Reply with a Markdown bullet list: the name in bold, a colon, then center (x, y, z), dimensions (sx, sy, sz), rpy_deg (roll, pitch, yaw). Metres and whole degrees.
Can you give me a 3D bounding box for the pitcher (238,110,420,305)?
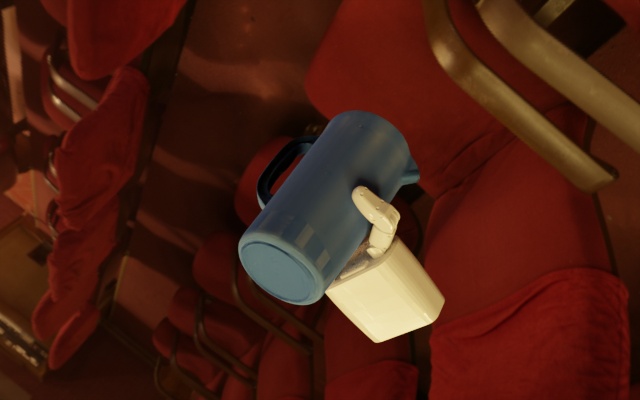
- **pitcher**: center (0.000, 0.002, 0.587), dimensions (0.149, 0.145, 0.242), rpy_deg (-26, 19, 47)
